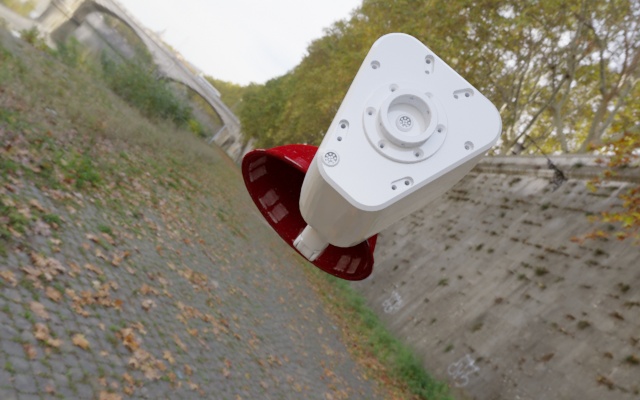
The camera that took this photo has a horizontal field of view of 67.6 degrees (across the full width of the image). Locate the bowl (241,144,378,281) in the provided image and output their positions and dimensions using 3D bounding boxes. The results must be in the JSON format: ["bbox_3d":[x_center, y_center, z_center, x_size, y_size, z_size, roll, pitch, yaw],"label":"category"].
[{"bbox_3d":[0.000,0.001,0.461,0.055,0.162,0.162,-45,24,-26],"label":"bowl"}]
